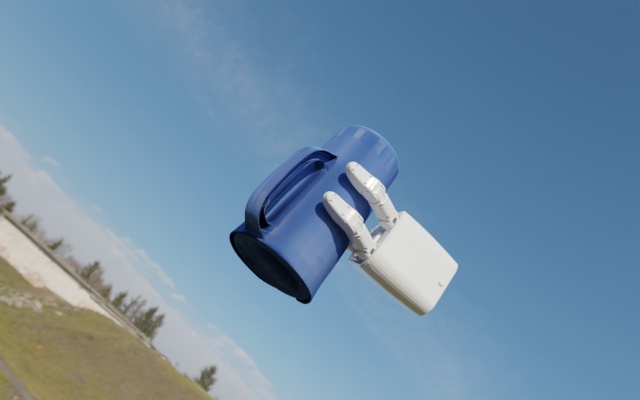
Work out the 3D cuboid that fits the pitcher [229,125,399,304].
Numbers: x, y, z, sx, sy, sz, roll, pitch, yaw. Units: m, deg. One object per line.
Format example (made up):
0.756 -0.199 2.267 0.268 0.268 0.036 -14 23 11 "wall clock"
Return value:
0.000 0.002 0.643 0.145 0.242 0.149 43 -26 -5 "pitcher"
